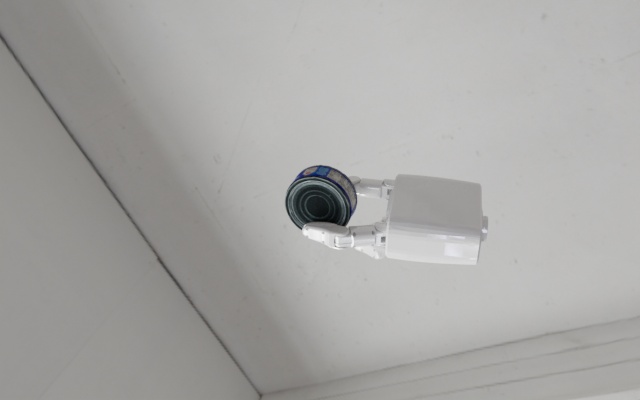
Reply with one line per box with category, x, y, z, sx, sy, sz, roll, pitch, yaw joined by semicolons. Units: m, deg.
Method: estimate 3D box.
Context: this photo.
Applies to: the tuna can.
tuna can;0.000;0.002;0.587;0.086;0.086;0.033;0;27;19
